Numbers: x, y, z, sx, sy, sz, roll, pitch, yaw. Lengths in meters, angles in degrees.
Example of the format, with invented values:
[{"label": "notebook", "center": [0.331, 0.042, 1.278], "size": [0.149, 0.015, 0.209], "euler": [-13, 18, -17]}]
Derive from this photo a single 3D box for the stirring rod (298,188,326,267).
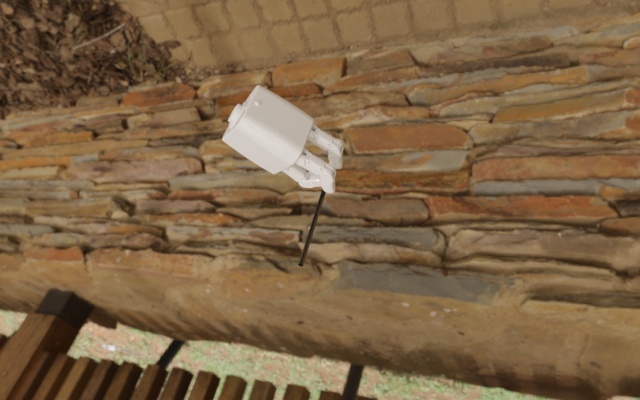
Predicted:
[{"label": "stirring rod", "center": [0.000, 0.002, 0.783], "size": [0.011, 0.239, 0.011], "euler": [12, -35, 8]}]
